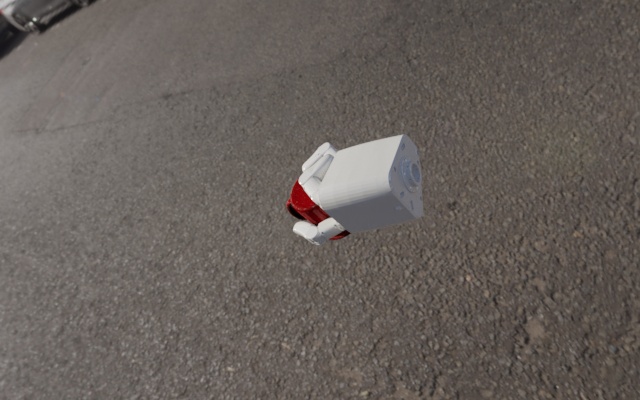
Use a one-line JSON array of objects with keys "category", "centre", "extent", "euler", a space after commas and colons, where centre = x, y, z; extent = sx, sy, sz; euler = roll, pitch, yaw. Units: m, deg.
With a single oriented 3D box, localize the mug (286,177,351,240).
[{"category": "mug", "centre": [-0.001, 0.002, 0.722], "extent": [0.117, 0.093, 0.081], "euler": [-14, -39, 34]}]
